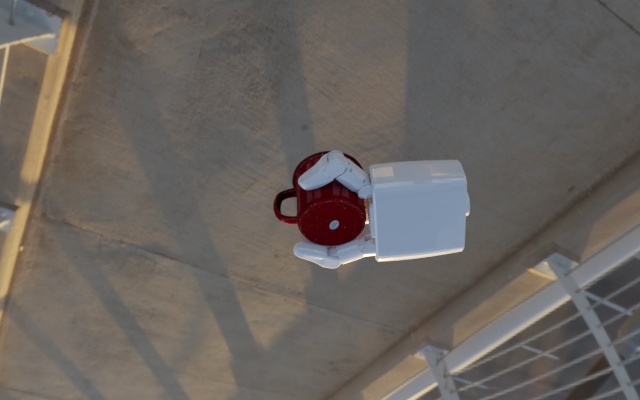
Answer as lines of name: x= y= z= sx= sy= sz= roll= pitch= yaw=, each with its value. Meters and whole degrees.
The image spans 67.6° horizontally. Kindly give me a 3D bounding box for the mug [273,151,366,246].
mug: x=-0.001 y=0.002 z=0.583 sx=0.117 sy=0.093 sz=0.081 roll=-6 pitch=43 yaw=3
